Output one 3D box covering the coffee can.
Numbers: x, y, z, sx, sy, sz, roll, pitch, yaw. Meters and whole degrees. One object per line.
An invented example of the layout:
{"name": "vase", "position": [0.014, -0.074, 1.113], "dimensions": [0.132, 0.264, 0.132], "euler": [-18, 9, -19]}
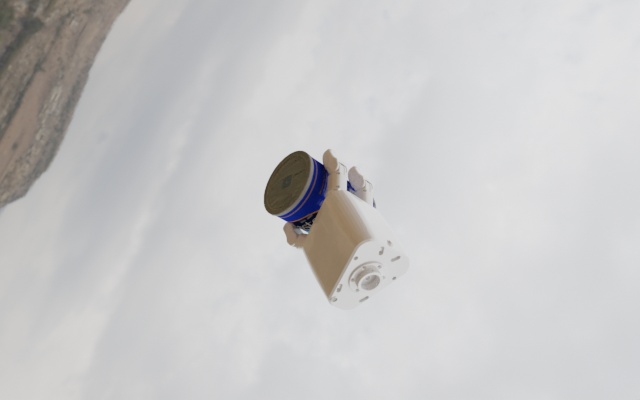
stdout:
{"name": "coffee can", "position": [0.000, 0.002, 0.721], "dimensions": [0.140, 0.102, 0.103], "euler": [30, -18, -34]}
